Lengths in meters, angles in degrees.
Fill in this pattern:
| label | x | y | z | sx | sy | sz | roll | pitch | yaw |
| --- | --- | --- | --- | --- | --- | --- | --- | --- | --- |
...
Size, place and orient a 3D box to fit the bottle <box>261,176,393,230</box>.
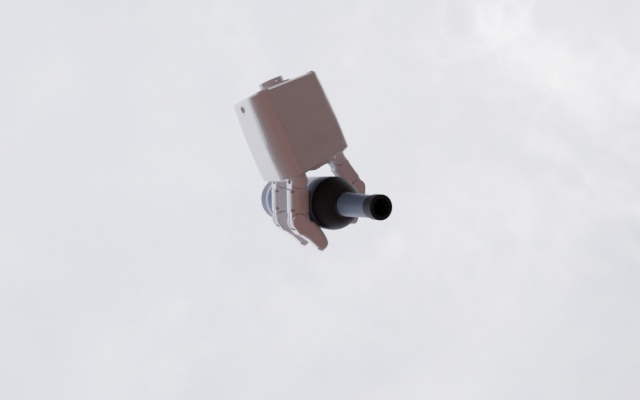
| label | x | y | z | sx | sy | sz | roll | pitch | yaw |
| --- | --- | --- | --- | --- | --- | --- | --- | --- | --- |
| bottle | 0.000 | 0.002 | 0.618 | 0.069 | 0.069 | 0.295 | 0 | 2 | -25 |
